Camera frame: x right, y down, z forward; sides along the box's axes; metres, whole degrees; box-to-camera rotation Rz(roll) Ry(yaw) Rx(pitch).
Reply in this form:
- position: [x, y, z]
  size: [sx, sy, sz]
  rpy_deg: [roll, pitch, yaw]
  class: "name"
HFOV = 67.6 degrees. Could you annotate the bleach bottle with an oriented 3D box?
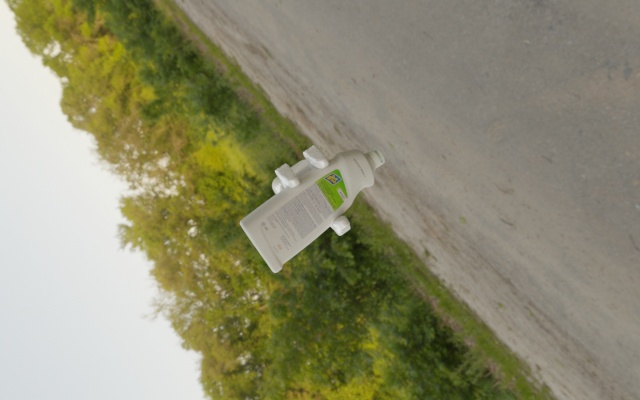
- position: [0.000, 0.002, 0.769]
  size: [0.251, 0.102, 0.068]
  rpy_deg: [-35, 15, -8]
  class: "bleach bottle"
